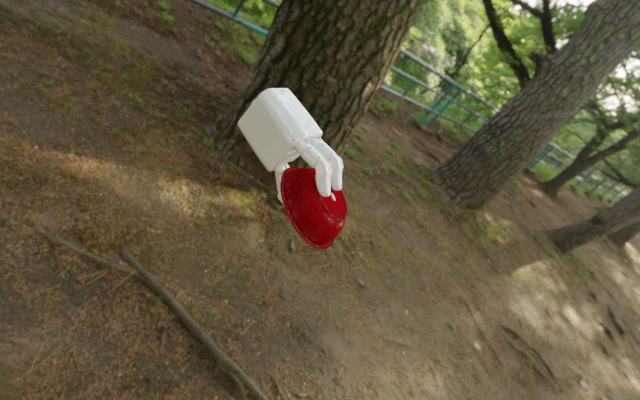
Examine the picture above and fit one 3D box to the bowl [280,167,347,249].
[{"bbox_3d":[0.001,0.004,0.850,0.055,0.162,0.162,-25,-12,26],"label":"bowl"}]
